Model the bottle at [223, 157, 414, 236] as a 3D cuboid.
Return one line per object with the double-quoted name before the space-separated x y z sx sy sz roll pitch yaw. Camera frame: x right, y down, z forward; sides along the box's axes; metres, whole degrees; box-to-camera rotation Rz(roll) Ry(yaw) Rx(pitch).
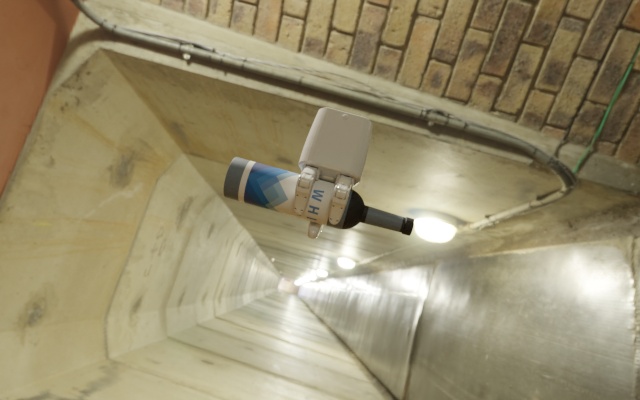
"bottle" 0.000 0.002 0.746 0.296 0.069 0.069 16 1 3
